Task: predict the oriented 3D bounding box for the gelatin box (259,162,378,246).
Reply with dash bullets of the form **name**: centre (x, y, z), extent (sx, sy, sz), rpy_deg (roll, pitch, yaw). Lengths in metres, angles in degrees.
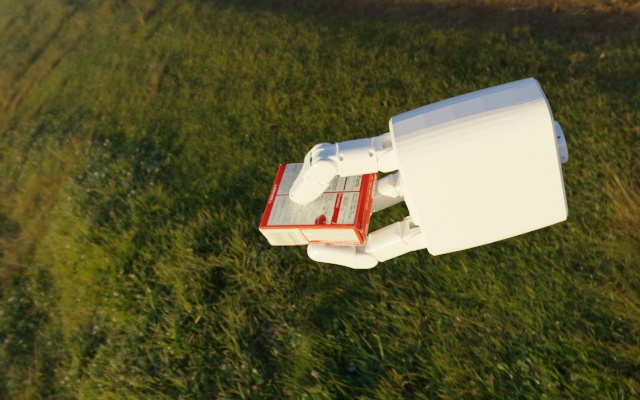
- **gelatin box**: centre (0.000, 0.001, 0.410), extent (0.089, 0.073, 0.030), rpy_deg (-2, -37, 22)
